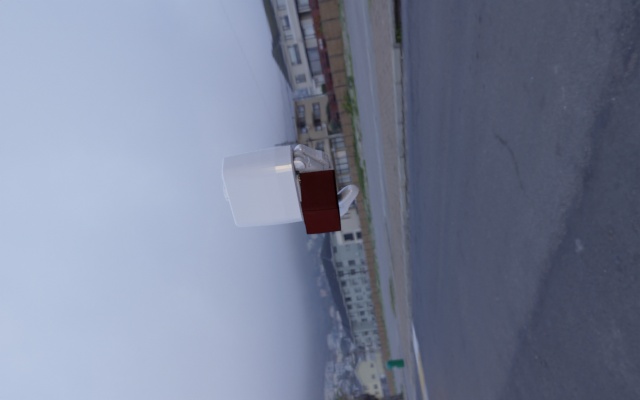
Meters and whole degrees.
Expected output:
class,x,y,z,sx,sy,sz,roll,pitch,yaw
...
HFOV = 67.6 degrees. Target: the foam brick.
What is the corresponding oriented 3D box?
class,x,y,z,sx,sy,sz,roll,pitch,yaw
foam brick,0.000,0.002,0.686,0.051,0.078,0.053,-7,-43,1
